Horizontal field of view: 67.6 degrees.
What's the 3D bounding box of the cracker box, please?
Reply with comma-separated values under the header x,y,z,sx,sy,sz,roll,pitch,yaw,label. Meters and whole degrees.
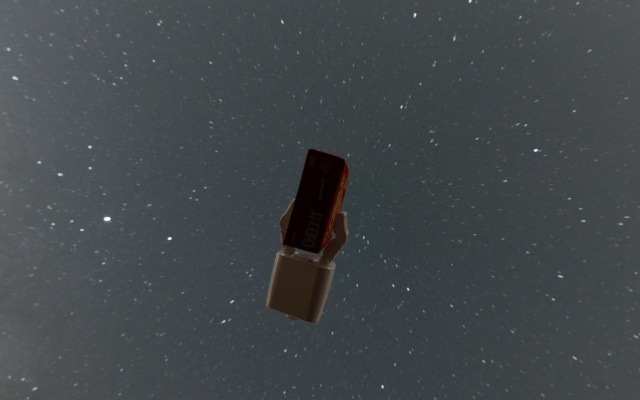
x,y,z,sx,sy,sz,roll,pitch,yaw,label
0.000,0.003,0.873,0.072,0.164,0.213,15,1,5,cracker box
